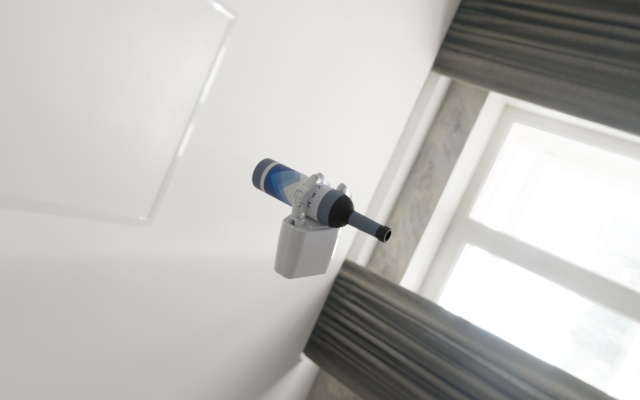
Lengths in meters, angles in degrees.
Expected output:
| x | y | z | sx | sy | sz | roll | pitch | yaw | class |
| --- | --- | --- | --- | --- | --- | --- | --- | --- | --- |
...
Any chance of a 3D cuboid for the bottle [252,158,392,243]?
| x | y | z | sx | sy | sz | roll | pitch | yaw | class |
| --- | --- | --- | --- | --- | --- | --- | --- | --- | --- |
| 0.000 | 0.003 | 0.875 | 0.295 | 0.069 | 0.069 | 27 | 14 | 31 | bottle |
